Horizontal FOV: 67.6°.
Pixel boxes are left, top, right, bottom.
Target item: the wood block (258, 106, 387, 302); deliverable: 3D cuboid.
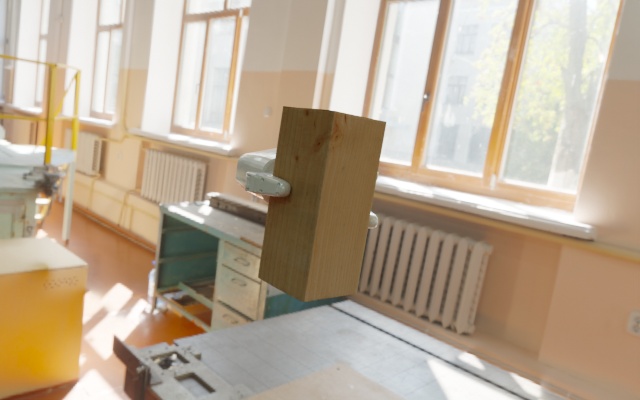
[{"bbox_3d":[0.000,0.002,0.559,0.091,0.206,0.090,2,10,-43],"label":"wood block"}]
